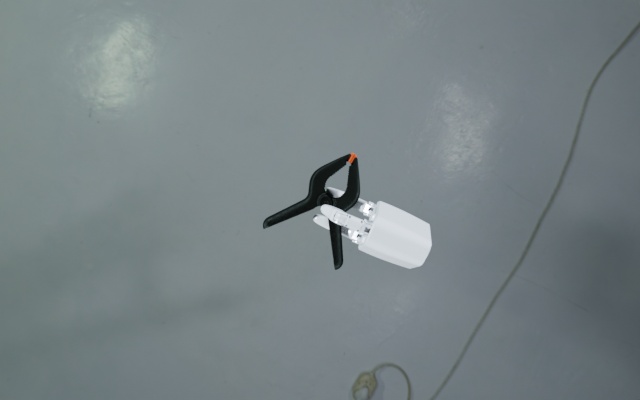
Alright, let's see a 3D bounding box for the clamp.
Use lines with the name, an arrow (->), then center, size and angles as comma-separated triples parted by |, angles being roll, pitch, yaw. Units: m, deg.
clamp -> 0.001, 0.003, 0.870 | 0.164, 0.210, 0.036 | 23, 6, -1
